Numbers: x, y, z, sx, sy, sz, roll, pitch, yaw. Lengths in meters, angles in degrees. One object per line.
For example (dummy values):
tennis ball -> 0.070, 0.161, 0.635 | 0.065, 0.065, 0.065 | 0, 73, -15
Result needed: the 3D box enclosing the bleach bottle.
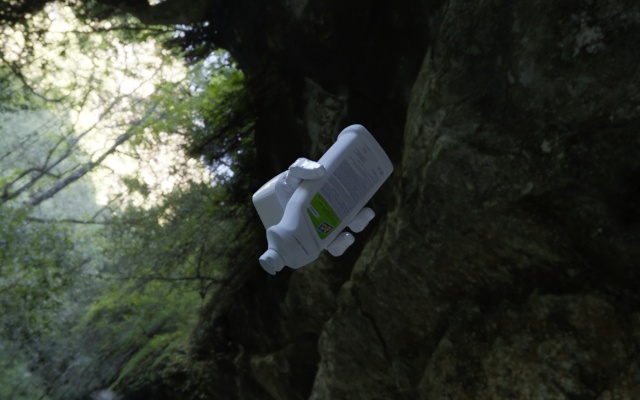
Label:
bleach bottle -> 0.000, 0.002, 0.688 | 0.250, 0.102, 0.068 | -46, 13, -29
